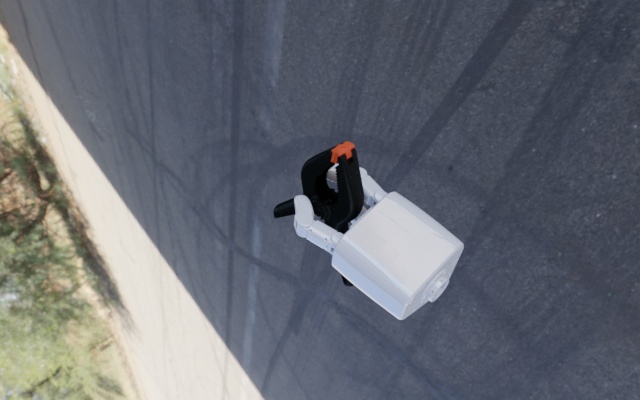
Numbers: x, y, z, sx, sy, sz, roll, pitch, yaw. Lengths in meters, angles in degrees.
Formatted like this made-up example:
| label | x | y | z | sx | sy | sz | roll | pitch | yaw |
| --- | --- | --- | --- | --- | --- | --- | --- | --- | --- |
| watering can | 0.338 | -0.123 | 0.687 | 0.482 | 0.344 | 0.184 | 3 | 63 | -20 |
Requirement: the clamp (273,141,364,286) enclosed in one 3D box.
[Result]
| label | x | y | z | sx | sy | sz | roll | pitch | yaw |
| --- | --- | --- | --- | --- | --- | --- | --- | --- | --- |
| clamp | 0.000 | 0.002 | 0.622 | 0.164 | 0.210 | 0.036 | 36 | 51 | 26 |
